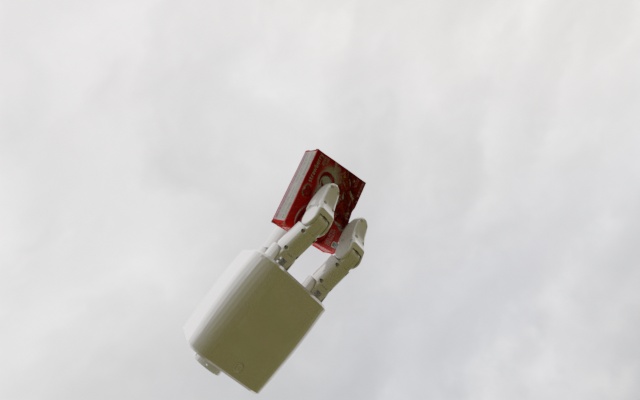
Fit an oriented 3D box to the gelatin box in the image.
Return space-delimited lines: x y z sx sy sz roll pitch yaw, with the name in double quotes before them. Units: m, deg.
"gelatin box" 0.000 0.001 0.506 0.073 0.089 0.030 32 -15 -30
